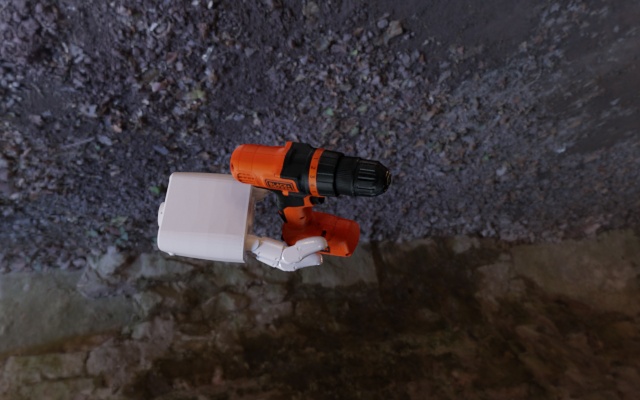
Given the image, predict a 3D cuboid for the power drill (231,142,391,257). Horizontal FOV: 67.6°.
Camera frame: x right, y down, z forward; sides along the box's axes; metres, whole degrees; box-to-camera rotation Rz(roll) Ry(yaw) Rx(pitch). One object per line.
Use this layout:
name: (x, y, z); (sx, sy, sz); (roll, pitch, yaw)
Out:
power drill: (0.000, 0.002, 0.586); (0.184, 0.057, 0.188); (10, -30, 19)
